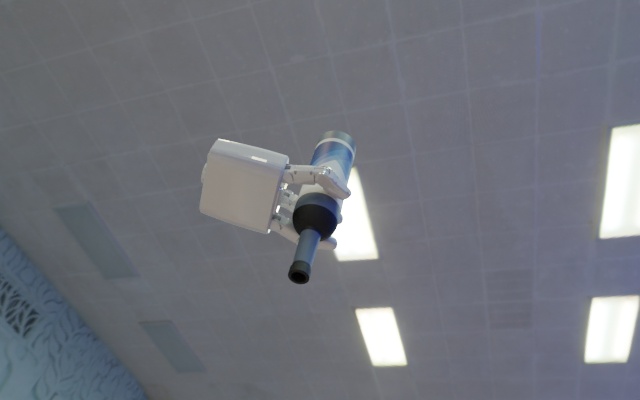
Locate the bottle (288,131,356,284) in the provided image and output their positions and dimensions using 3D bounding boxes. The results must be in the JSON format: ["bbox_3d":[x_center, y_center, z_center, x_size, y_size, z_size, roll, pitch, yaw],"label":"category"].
[{"bbox_3d":[0.000,0.002,0.701,0.069,0.069,0.295,0,39,14],"label":"bottle"}]
